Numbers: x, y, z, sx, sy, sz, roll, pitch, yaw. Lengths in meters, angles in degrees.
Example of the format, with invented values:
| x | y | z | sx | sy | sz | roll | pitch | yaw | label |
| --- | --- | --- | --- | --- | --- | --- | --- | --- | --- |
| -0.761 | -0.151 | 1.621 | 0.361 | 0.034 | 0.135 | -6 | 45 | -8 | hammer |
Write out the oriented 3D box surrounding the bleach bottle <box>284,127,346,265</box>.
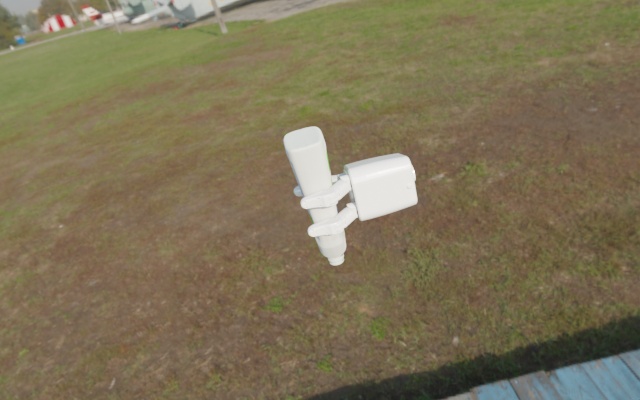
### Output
| x | y | z | sx | sy | sz | roll | pitch | yaw | label |
| --- | --- | --- | --- | --- | --- | --- | --- | --- | --- |
| 0.000 | 0.003 | 0.853 | 0.068 | 0.251 | 0.102 | -16 | 27 | 0 | bleach bottle |
